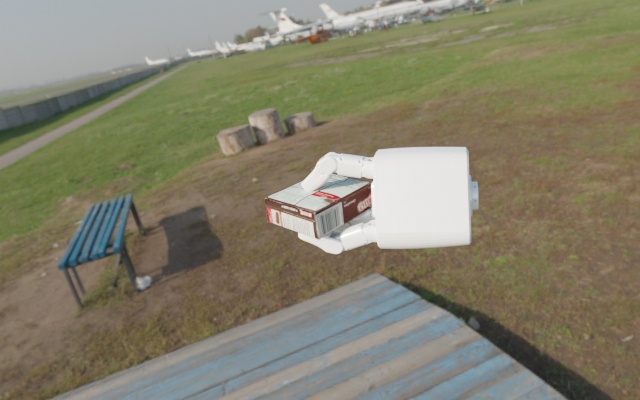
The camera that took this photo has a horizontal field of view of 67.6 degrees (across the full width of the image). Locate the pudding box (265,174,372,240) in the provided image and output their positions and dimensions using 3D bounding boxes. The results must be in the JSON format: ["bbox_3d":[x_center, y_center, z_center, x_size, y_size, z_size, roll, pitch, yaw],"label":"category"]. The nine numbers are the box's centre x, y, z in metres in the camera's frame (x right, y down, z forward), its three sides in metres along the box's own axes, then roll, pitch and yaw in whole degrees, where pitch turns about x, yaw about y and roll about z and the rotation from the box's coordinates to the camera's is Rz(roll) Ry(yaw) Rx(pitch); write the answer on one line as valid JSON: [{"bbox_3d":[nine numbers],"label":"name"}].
[{"bbox_3d":[0.000,0.002,0.608,0.090,0.039,0.113,15,29,40],"label":"pudding box"}]
